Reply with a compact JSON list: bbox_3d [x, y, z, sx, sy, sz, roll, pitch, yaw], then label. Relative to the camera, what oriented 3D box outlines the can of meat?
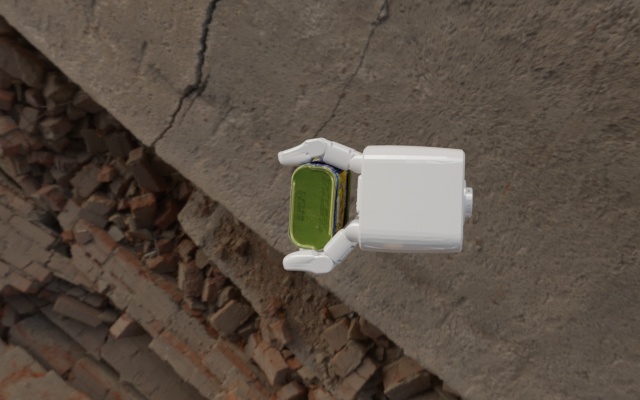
[{"bbox_3d":[0.000,0.002,0.567,0.057,0.102,0.084,6,12,13],"label":"can of meat"}]
